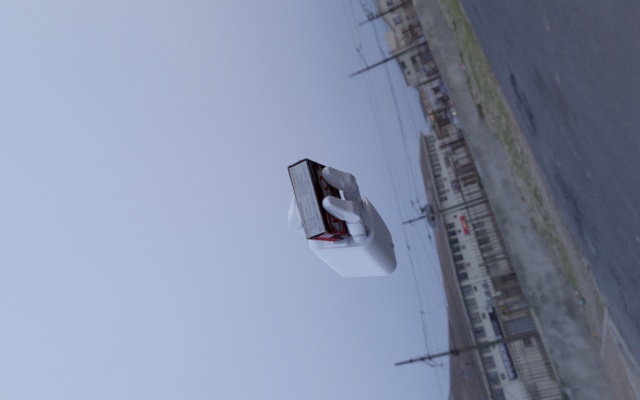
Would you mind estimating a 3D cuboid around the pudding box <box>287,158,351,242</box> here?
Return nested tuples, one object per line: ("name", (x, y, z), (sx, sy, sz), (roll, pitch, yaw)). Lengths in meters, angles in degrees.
("pudding box", (0.000, 0.002, 0.694), (0.039, 0.113, 0.090), (-23, -15, 21))
